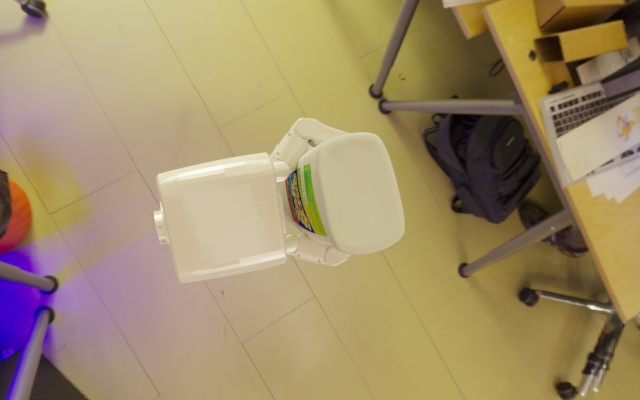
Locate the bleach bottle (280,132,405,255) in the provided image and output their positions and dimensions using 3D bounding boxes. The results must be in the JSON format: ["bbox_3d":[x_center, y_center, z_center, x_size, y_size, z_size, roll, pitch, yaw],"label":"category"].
[{"bbox_3d":[0.000,0.002,0.501,0.068,0.102,0.251,-12,-1,-16],"label":"bleach bottle"}]
